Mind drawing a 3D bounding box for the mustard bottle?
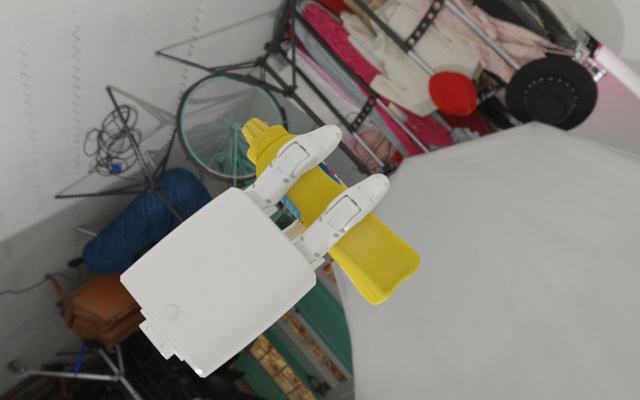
[{"bbox_3d":[0.000,0.001,0.415,0.058,0.191,0.096,-44,-9,0],"label":"mustard bottle"}]
